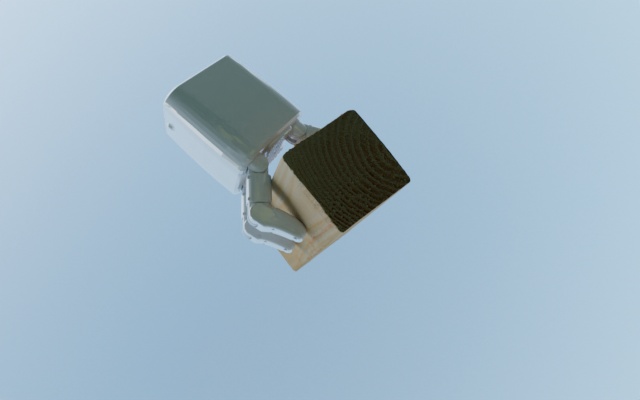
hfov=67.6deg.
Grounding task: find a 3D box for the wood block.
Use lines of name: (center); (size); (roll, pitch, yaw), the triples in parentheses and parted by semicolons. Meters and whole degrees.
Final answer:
wood block: (0.000, 0.001, 0.521); (0.091, 0.090, 0.206); (-36, -5, -22)
